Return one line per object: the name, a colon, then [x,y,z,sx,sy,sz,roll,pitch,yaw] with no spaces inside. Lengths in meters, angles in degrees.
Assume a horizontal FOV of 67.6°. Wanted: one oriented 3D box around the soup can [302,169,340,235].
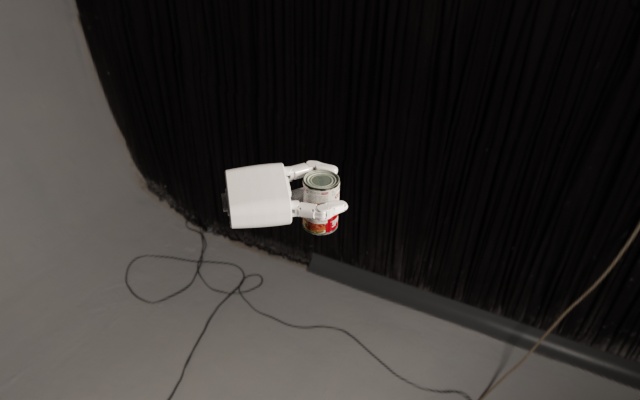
soup can: [0.001,0.003,0.872,0.068,0.102,0.068,1,35,-1]
